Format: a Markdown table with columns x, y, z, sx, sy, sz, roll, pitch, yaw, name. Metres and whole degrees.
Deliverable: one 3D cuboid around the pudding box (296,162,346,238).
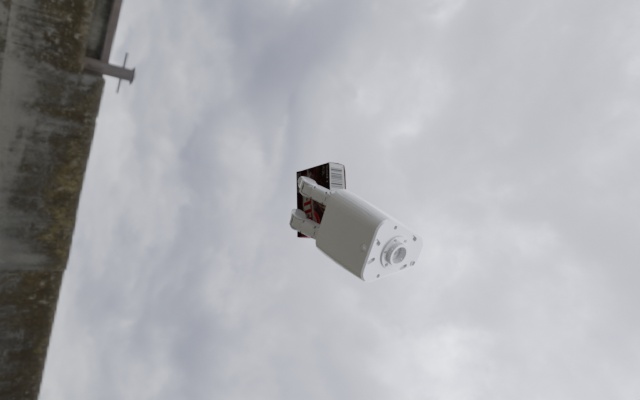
| x | y | z | sx | sy | sz | roll | pitch | yaw | name |
| --- | --- | --- | --- | --- | --- | --- | --- | --- | --- |
| 0.000 | 0.003 | 0.761 | 0.039 | 0.113 | 0.090 | 7 | -11 | -38 | pudding box |
